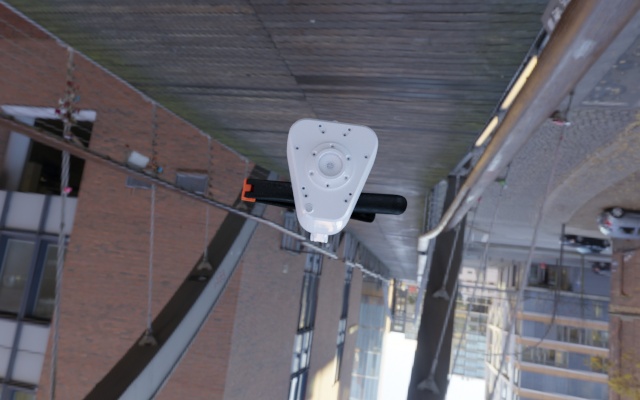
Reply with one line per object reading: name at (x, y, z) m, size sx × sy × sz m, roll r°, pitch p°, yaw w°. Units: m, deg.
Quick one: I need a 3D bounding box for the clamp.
clamp at (-0.001, 0.003, 0.656) m, size 0.210 × 0.036 × 0.164 m, roll 8°, pitch -9°, yaw 0°
